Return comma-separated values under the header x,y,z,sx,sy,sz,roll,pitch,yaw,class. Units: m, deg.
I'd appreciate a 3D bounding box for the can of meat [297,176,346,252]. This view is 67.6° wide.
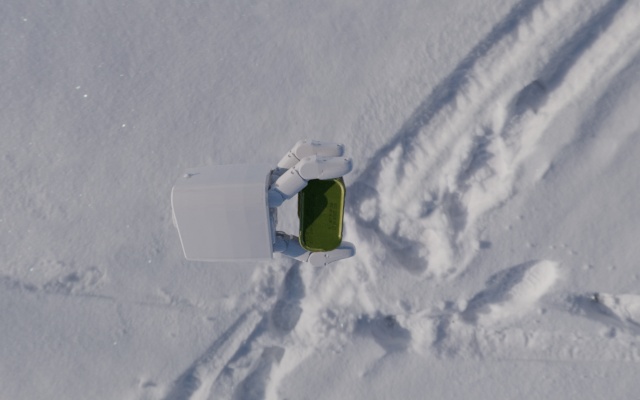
x,y,z,sx,sy,sz,roll,pitch,yaw,class
0.000,0.002,0.585,0.057,0.102,0.084,1,22,-2,can of meat
